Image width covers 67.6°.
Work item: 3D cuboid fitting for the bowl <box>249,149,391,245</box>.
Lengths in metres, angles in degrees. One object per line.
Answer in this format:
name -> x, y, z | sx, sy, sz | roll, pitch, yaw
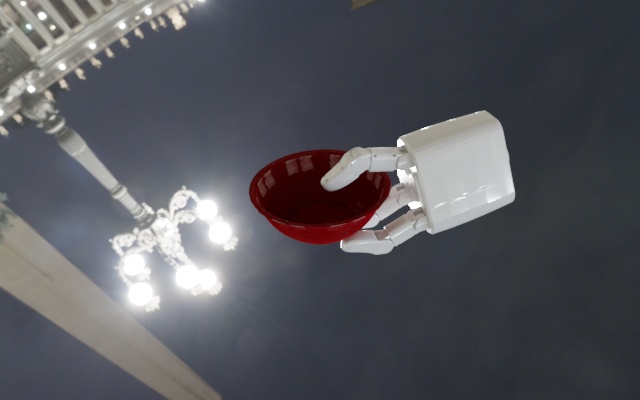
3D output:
bowl -> -0.001, 0.002, 0.559 | 0.162, 0.055, 0.162 | -2, 35, 2
